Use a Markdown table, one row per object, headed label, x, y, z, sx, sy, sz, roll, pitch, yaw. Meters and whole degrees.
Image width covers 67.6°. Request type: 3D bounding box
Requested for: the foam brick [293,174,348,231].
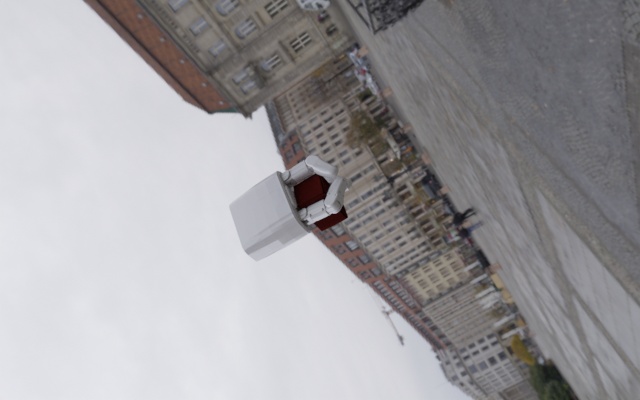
| label | x | y | z | sx | sy | sz | roll | pitch | yaw |
| --- | --- | --- | --- | --- | --- | --- | --- | --- | --- |
| foam brick | 0.000 | 0.003 | 0.782 | 0.051 | 0.053 | 0.078 | -31 | -48 | 13 |
